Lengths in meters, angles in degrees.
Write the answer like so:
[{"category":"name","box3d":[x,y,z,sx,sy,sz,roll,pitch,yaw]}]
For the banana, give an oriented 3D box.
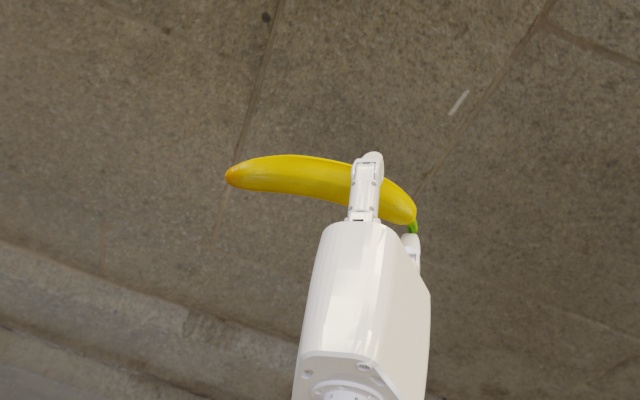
[{"category":"banana","box3d":[0.008,-0.009,0.444,0.198,0.037,0.070,17,-42,-4]}]
